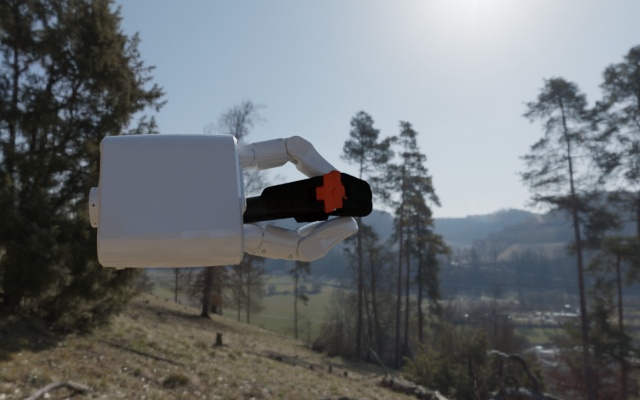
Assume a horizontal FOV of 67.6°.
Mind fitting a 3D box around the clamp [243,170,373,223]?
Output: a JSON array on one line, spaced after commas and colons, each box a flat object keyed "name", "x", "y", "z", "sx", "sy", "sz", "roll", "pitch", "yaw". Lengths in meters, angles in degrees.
[{"name": "clamp", "x": 0.000, "y": 0.001, "z": 0.436, "sx": 0.164, "sy": 0.036, "sz": 0.210, "roll": -3, "pitch": -4, "yaw": -17}]
